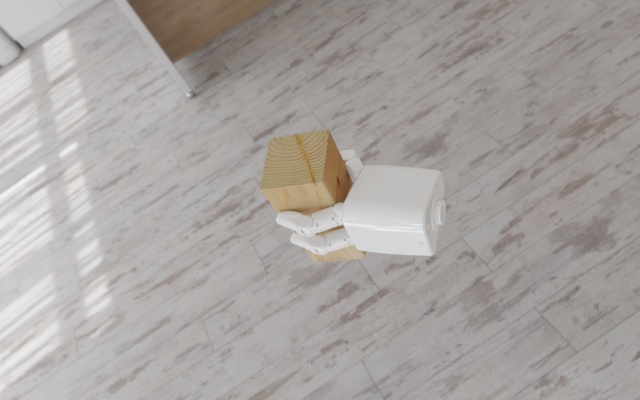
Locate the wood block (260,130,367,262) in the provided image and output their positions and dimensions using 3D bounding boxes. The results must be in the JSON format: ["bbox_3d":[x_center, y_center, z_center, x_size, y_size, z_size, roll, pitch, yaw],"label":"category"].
[{"bbox_3d":[0.000,0.002,0.702,0.090,0.090,0.206,-6,-36,19],"label":"wood block"}]
